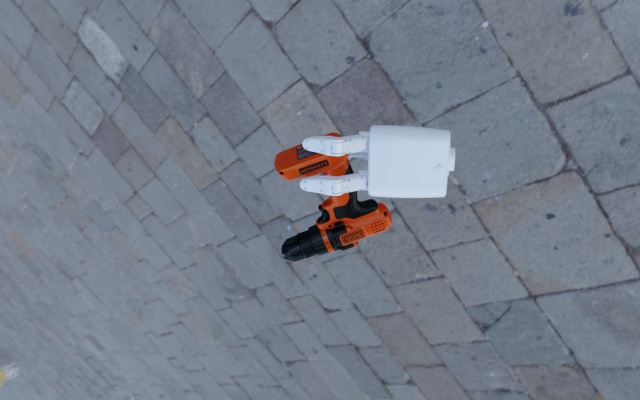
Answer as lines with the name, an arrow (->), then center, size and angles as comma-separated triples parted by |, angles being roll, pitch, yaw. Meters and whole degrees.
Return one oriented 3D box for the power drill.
power drill -> 0.000, 0.002, 0.722 | 0.184, 0.188, 0.057 | -22, 37, 5
